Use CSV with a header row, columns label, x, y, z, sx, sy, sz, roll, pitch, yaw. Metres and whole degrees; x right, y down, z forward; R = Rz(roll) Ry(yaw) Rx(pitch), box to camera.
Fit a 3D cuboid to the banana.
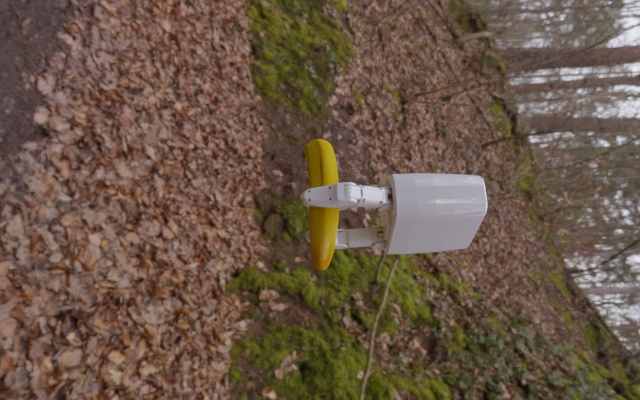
label,x,y,z,sx,sy,sz,roll,pitch,yaw
banana,0.002,-0.013,0.580,0.037,0.197,0.070,1,-42,-7
